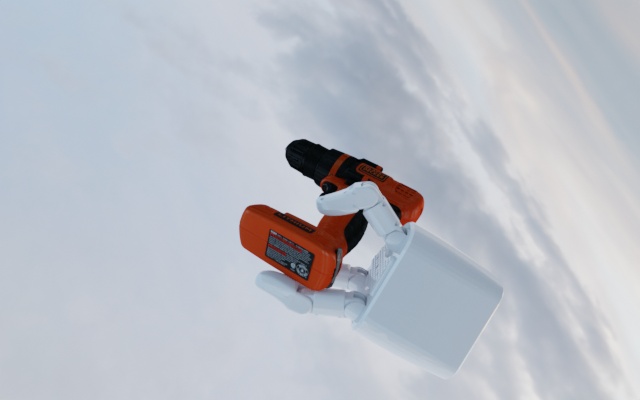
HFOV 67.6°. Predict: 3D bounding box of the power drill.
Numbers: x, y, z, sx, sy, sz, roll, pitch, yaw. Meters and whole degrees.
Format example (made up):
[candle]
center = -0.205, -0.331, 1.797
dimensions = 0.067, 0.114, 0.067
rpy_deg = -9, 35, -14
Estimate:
[power drill]
center = 0.000, 0.002, 0.515
dimensions = 0.184, 0.057, 0.187
rpy_deg = 27, 38, 21
